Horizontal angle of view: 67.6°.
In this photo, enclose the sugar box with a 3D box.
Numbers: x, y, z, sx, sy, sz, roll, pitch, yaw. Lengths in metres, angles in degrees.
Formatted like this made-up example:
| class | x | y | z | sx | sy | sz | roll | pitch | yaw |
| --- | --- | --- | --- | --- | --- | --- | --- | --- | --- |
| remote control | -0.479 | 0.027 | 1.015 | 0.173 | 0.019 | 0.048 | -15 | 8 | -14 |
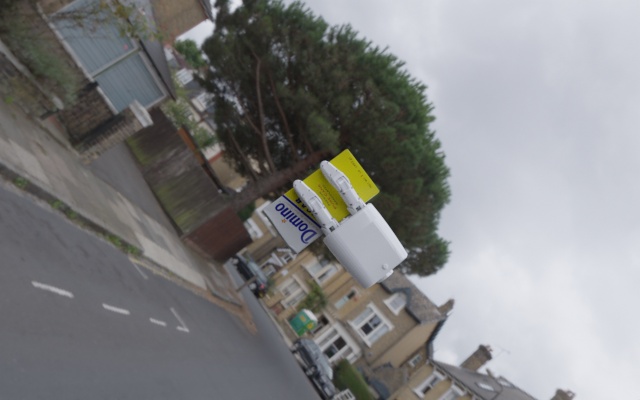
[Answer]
| class | x | y | z | sx | sy | sz | roll | pitch | yaw |
| --- | --- | --- | --- | --- | --- | --- | --- | --- | --- |
| sugar box | 0.000 | 0.003 | 0.800 | 0.176 | 0.093 | 0.048 | -37 | -3 | -11 |
